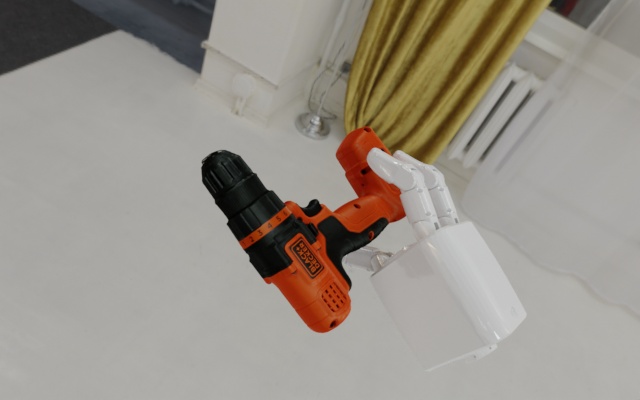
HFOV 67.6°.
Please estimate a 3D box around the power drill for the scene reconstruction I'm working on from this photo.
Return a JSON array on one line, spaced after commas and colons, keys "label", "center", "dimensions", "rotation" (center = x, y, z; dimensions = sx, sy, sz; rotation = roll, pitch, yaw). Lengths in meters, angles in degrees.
[{"label": "power drill", "center": [0.001, 0.001, 0.457], "dimensions": [0.187, 0.184, 0.057], "rotation": [-39, 7, -37]}]
